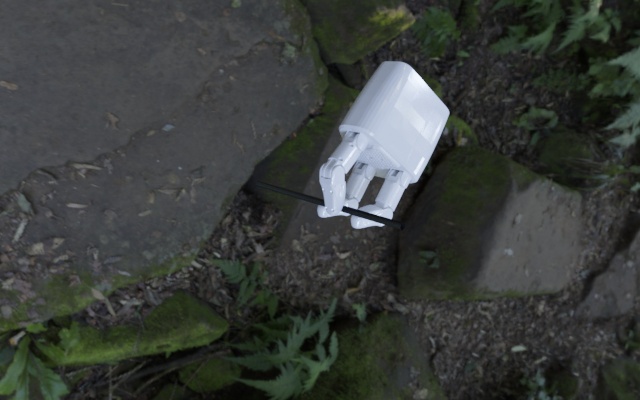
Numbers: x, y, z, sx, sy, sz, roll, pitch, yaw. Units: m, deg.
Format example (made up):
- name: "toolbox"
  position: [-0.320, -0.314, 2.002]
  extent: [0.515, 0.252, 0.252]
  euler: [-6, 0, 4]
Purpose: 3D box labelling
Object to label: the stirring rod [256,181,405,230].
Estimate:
- name: "stirring rod"
  position: [0.000, 0.002, 0.577]
  extent: [0.239, 0.011, 0.011]
  euler: [16, 11, 42]
